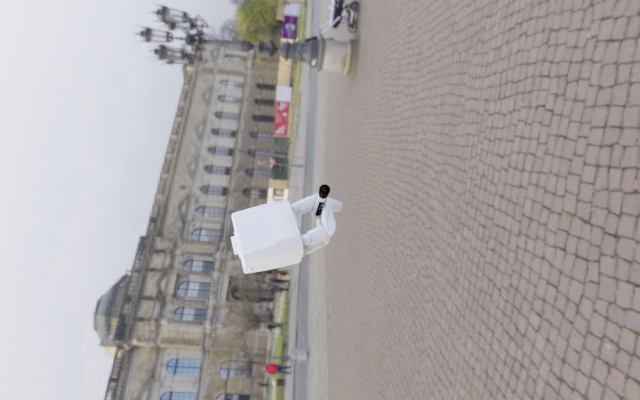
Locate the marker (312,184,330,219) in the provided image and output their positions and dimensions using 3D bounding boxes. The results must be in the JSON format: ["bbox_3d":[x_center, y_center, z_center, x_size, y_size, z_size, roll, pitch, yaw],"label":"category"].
[{"bbox_3d":[0.000,0.003,0.845,0.020,0.020,0.121,0,-23,-8],"label":"marker"}]
